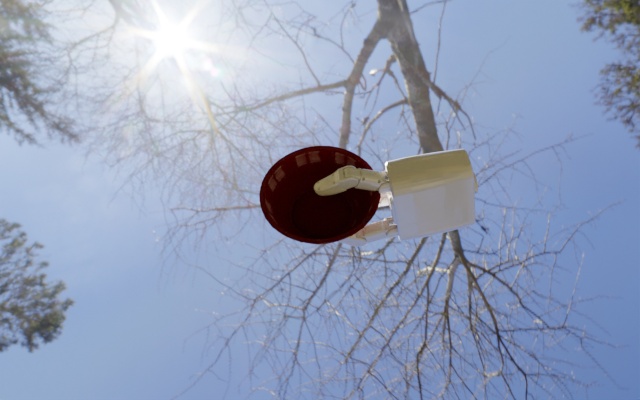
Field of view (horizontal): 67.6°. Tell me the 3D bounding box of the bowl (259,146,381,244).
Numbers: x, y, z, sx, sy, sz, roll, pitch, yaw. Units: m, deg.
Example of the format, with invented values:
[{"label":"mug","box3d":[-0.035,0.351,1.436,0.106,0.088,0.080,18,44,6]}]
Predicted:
[{"label":"bowl","box3d":[-0.001,0.002,0.654,0.162,0.162,0.055,0,-35,3]}]
